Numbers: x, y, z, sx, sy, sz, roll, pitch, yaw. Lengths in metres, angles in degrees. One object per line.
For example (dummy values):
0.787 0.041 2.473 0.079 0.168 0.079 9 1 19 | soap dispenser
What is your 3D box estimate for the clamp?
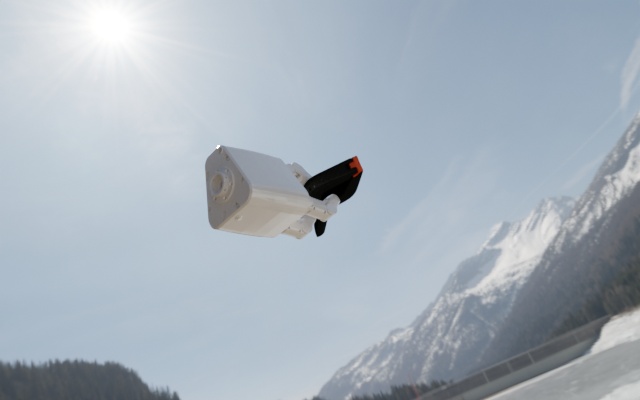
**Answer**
0.000 0.002 0.781 0.210 0.036 0.164 -38 -30 30 | clamp
